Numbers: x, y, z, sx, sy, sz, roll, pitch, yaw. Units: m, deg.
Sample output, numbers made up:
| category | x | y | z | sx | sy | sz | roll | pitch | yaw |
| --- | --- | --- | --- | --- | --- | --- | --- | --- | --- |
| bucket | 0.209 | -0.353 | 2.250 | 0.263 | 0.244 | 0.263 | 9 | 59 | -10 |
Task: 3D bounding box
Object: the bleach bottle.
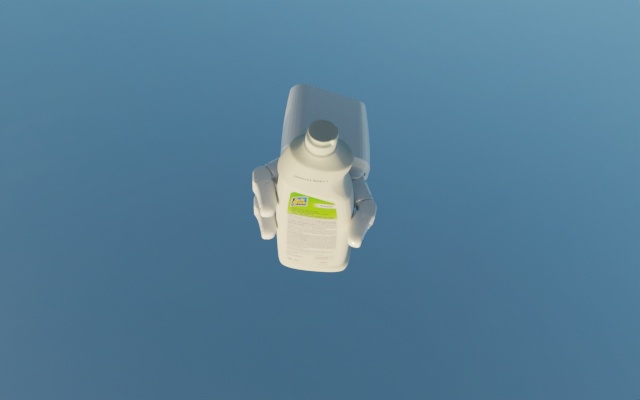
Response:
| category | x | y | z | sx | sy | sz | roll | pitch | yaw |
| --- | --- | --- | --- | --- | --- | --- | --- | --- | --- |
| bleach bottle | 0.000 | 0.002 | 0.554 | 0.102 | 0.068 | 0.251 | 4 | -32 | -3 |
